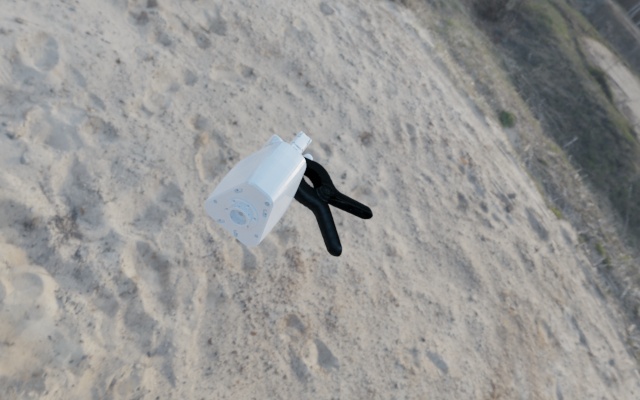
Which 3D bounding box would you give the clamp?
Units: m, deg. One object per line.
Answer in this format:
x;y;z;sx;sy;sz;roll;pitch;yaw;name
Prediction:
0.000;0.002;0.732;0.039;0.171;0.120;-42;10;40;clamp
